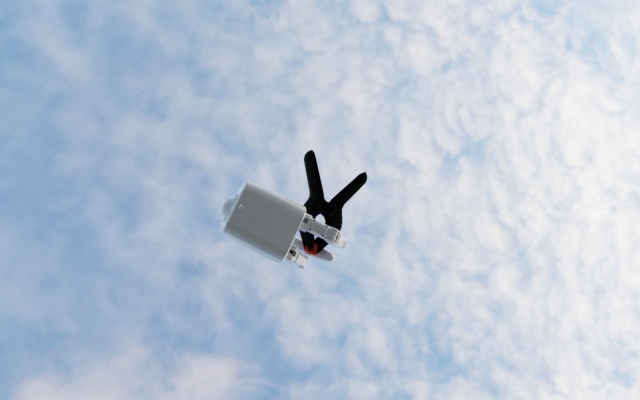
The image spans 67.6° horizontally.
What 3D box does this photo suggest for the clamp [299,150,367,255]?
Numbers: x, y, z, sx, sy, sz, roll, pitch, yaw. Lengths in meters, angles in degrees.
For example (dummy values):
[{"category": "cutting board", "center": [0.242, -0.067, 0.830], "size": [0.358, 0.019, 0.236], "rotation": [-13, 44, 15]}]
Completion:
[{"category": "clamp", "center": [0.000, 0.003, 0.802], "size": [0.120, 0.171, 0.039], "rotation": [28, -14, -14]}]
